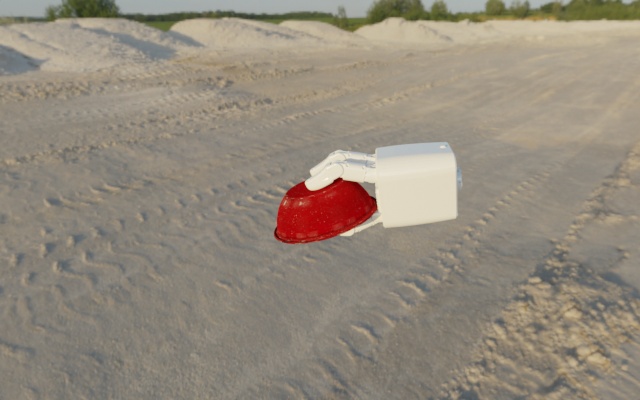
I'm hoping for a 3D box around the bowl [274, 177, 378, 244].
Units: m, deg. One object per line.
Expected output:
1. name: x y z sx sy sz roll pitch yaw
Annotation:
1. bowl: -0.001 0.002 0.700 0.162 0.055 0.162 -17 18 6
